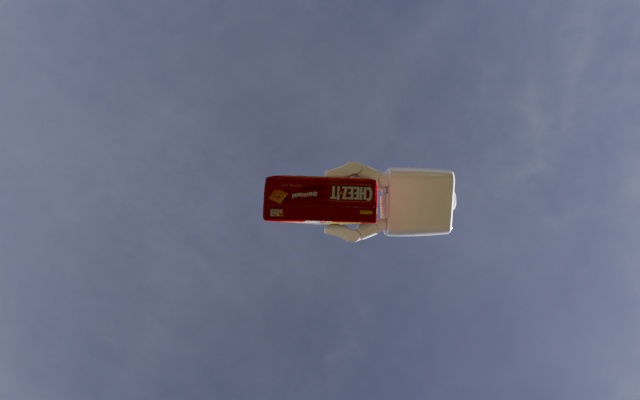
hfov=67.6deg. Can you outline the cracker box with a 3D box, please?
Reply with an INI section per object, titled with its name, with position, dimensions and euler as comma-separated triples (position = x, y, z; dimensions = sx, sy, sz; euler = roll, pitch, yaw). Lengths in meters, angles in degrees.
[cracker box]
position = 0.000, 0.003, 0.782
dimensions = 0.164, 0.072, 0.214
euler = 1, -3, 0
